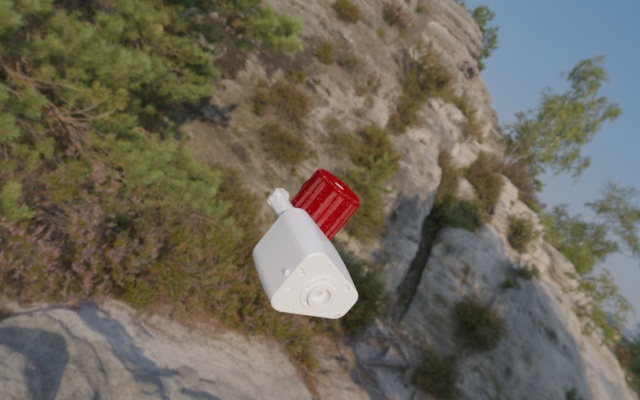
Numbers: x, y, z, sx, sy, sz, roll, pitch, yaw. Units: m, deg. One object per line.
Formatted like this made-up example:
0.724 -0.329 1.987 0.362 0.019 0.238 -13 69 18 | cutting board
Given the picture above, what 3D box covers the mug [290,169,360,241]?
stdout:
0.000 0.002 0.710 0.093 0.081 0.117 32 14 -32 | mug
